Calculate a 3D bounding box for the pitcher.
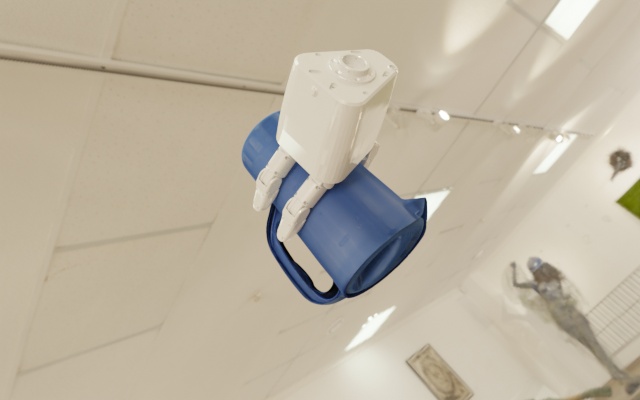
[{"bbox_3d":[0.000,0.002,0.609,0.149,0.242,0.145,-27,-29,-33],"label":"pitcher"}]
